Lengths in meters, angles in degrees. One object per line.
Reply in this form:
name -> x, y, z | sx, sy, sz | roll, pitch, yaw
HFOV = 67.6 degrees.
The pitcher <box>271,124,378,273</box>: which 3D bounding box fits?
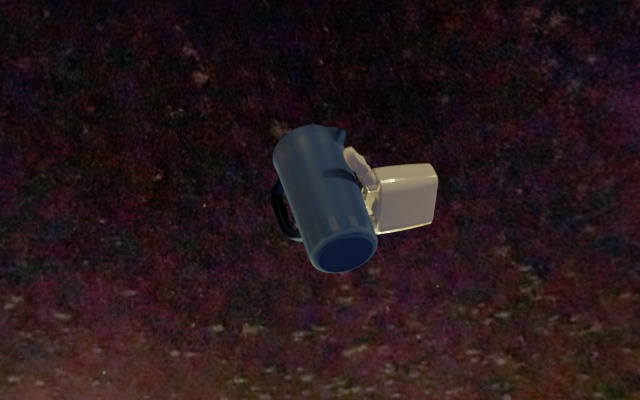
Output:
pitcher -> 0.000, 0.003, 0.801 | 0.145, 0.242, 0.149 | -9, -42, -12
